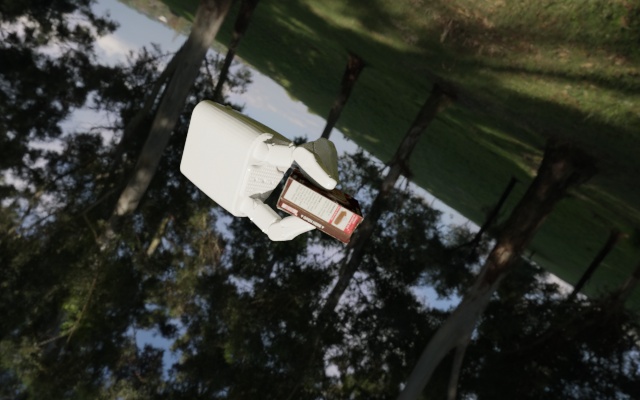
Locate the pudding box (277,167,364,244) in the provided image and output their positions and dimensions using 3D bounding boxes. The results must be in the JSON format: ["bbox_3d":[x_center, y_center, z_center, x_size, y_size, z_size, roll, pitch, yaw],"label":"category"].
[{"bbox_3d":[0.000,0.002,0.549,0.090,0.039,0.113,28,11,-4],"label":"pudding box"}]
